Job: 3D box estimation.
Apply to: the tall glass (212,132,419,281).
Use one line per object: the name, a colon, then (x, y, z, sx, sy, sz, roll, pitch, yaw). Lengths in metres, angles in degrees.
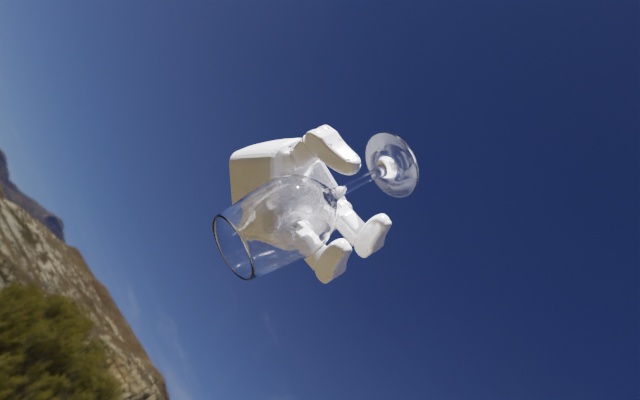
tall glass: (0.001, 0.001, 0.454, 0.201, 0.079, 0.079, -28, 16, -32)
